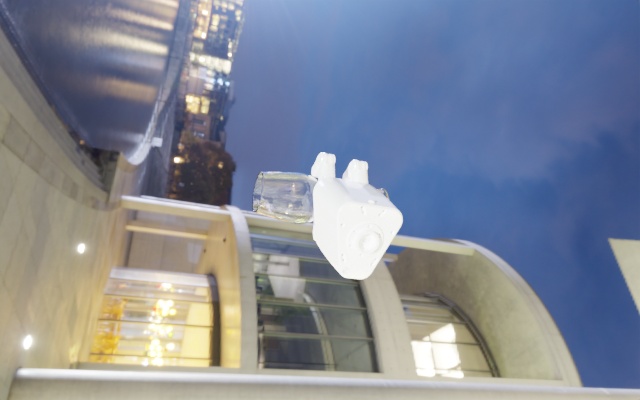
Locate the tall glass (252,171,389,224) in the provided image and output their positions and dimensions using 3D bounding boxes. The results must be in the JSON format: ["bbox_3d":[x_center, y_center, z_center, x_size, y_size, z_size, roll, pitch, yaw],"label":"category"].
[{"bbox_3d":[0.001,0.003,0.735,0.201,0.079,0.079,9,-3,-19],"label":"tall glass"}]
